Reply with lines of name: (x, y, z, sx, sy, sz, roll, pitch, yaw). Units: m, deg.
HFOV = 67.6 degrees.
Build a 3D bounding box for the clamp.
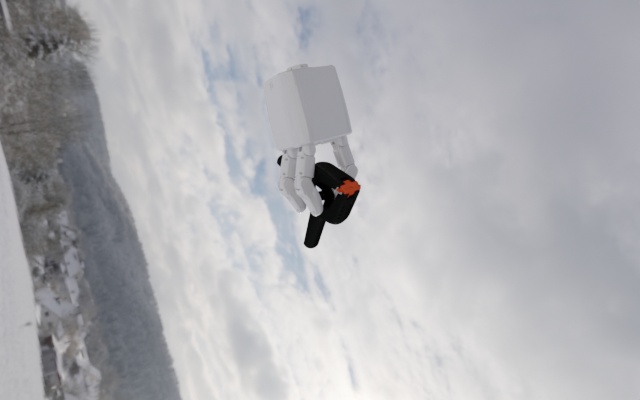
clamp: (0.001, 0.002, 0.729, 0.036, 0.164, 0.210, -20, 10, -26)
